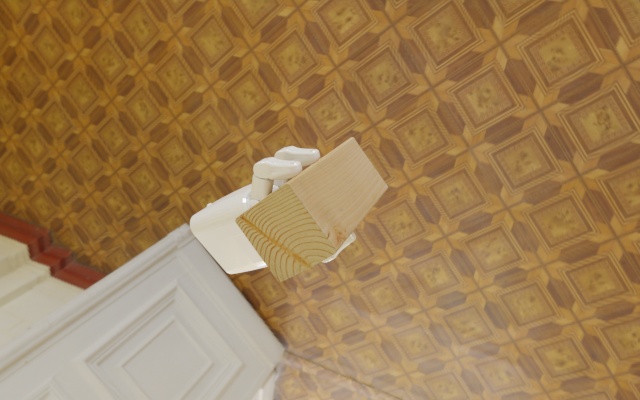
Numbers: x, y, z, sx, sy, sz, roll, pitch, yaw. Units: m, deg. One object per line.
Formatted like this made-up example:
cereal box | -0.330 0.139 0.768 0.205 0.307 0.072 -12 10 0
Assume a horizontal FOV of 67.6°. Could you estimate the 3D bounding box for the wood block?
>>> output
wood block | 0.000 0.002 0.599 0.090 0.091 0.206 -32 5 31
